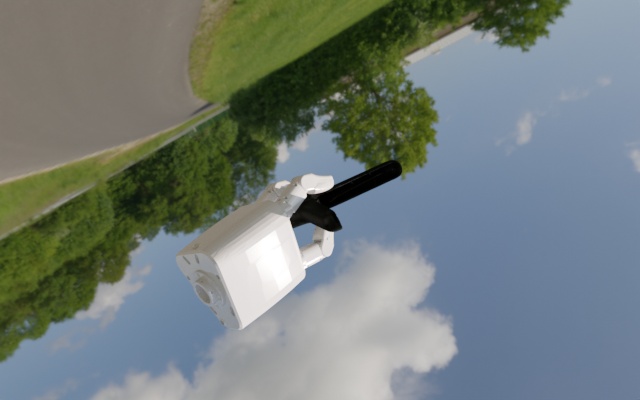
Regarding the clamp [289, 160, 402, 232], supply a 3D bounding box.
[{"bbox_3d":[0.000,0.003,0.638,0.164,0.036,0.210,-34,15,-39],"label":"clamp"}]
